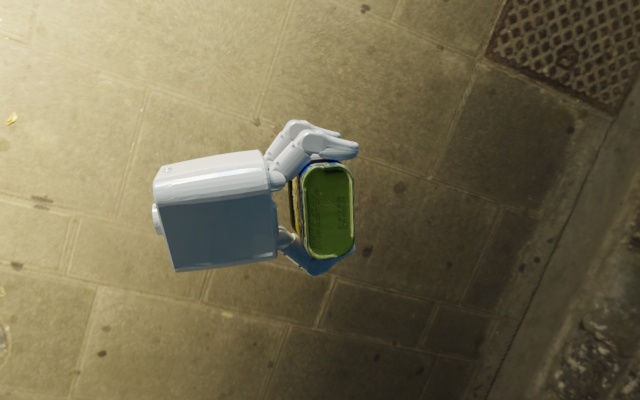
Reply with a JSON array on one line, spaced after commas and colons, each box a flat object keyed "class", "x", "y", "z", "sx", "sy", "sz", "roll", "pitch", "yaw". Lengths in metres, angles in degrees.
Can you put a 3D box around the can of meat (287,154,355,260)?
[{"class": "can of meat", "x": 0.000, "y": 0.002, "z": 0.500, "sx": 0.057, "sy": 0.102, "sz": 0.084, "roll": -7, "pitch": 17, "yaw": -10}]
